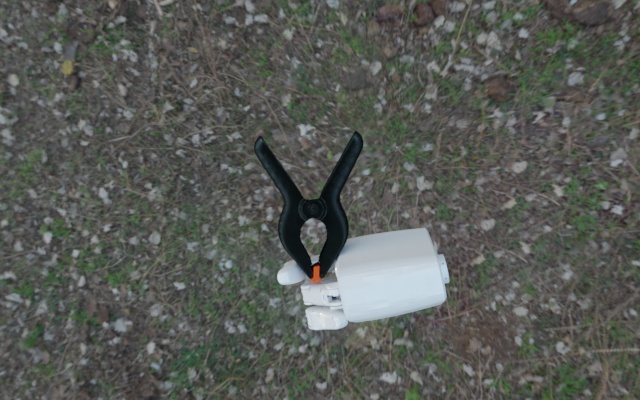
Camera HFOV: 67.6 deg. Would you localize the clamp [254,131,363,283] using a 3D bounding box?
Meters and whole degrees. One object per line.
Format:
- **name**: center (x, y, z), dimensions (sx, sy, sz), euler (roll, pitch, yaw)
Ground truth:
- **clamp**: center (0.000, 0.002, 0.533), dimensions (0.120, 0.171, 0.039), euler (-11, 5, 5)
